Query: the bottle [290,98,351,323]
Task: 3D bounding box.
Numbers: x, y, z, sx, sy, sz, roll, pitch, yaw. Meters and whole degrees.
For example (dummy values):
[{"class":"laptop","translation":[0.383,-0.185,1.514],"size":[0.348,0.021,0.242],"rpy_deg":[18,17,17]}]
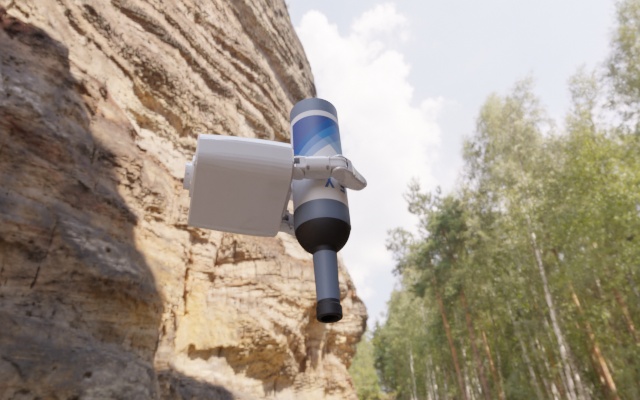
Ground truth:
[{"class":"bottle","translation":[0.000,0.002,0.575],"size":[0.069,0.295,0.069],"rpy_deg":[-3,-35,-2]}]
